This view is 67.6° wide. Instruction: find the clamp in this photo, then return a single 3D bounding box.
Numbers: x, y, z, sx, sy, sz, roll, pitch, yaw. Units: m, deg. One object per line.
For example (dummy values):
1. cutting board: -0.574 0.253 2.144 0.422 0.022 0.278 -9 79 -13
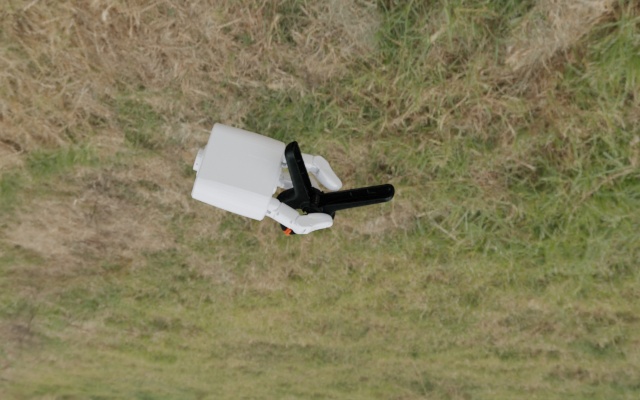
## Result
1. clamp: 0.000 0.003 0.709 0.164 0.036 0.210 20 -34 -11
